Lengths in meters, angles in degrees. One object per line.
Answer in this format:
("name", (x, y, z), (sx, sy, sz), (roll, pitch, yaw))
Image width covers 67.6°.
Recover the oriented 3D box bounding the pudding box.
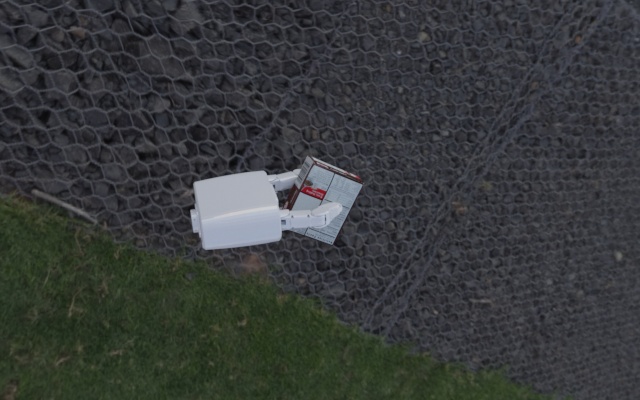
("pudding box", (0.000, 0.002, 0.712), (0.090, 0.113, 0.039), (21, 15, -22))
